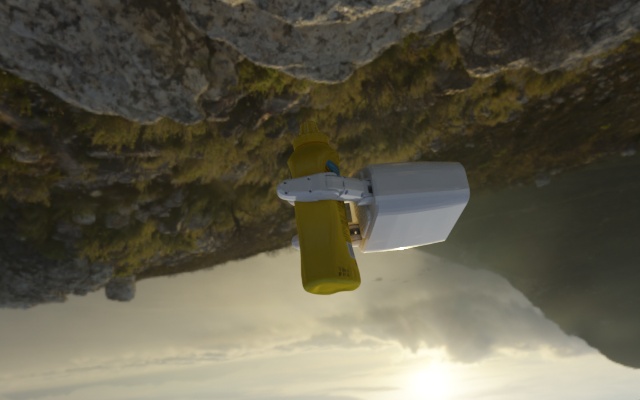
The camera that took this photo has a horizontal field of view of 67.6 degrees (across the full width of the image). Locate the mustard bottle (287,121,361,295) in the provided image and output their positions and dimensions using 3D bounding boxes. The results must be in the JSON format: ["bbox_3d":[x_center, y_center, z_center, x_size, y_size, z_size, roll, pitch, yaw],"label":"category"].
[{"bbox_3d":[0.000,0.002,0.518,0.058,0.191,0.096,-13,-18,13],"label":"mustard bottle"}]
